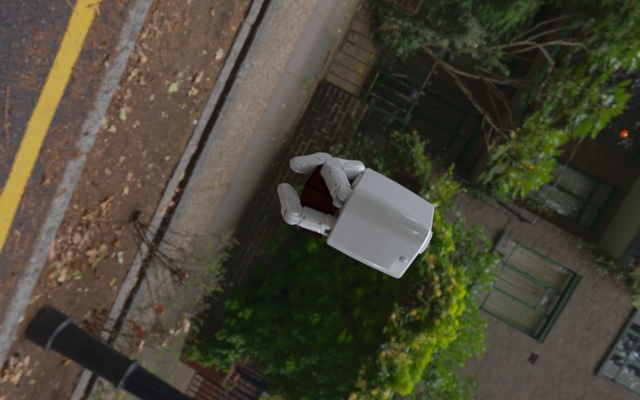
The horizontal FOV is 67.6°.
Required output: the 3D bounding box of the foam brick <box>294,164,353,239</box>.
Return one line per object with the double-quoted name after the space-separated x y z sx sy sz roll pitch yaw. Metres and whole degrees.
0.000 0.002 0.646 0.051 0.078 0.053 28 43 4 "foam brick"
